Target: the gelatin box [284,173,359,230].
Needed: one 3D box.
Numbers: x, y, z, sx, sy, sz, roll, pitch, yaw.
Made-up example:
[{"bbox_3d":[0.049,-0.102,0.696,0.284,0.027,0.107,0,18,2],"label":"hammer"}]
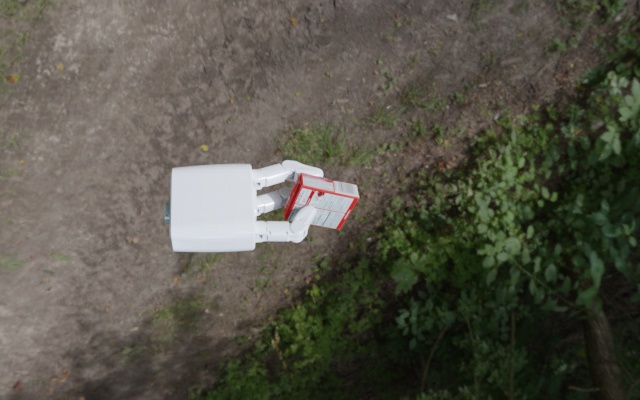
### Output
[{"bbox_3d":[0.000,0.003,0.680,0.089,0.030,0.073,11,-46,-18],"label":"gelatin box"}]
